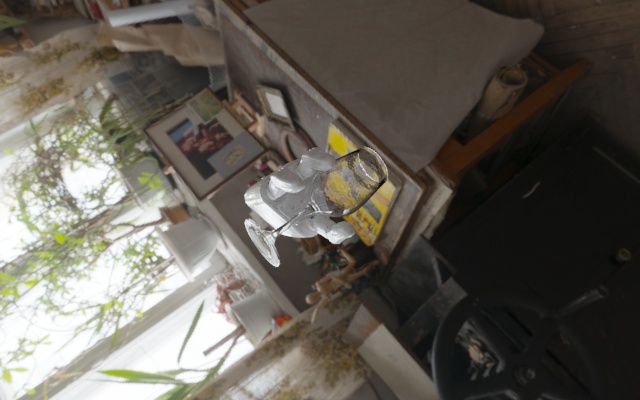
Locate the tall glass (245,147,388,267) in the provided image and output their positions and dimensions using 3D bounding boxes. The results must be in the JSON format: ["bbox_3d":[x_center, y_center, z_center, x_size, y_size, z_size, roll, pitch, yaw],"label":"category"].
[{"bbox_3d":[0.000,0.003,0.651,0.201,0.079,0.079,-35,15,-22],"label":"tall glass"}]
